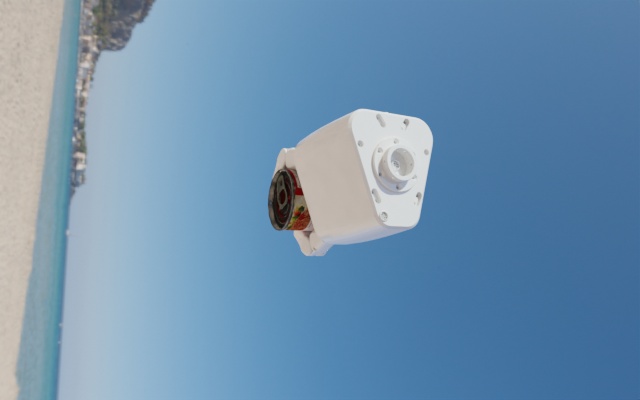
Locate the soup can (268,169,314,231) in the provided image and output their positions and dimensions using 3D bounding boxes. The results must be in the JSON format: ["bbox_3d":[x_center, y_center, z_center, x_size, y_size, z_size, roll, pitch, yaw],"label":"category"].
[{"bbox_3d":[0.000,0.002,0.542,0.102,0.068,0.068,4,-2,-27],"label":"soup can"}]
